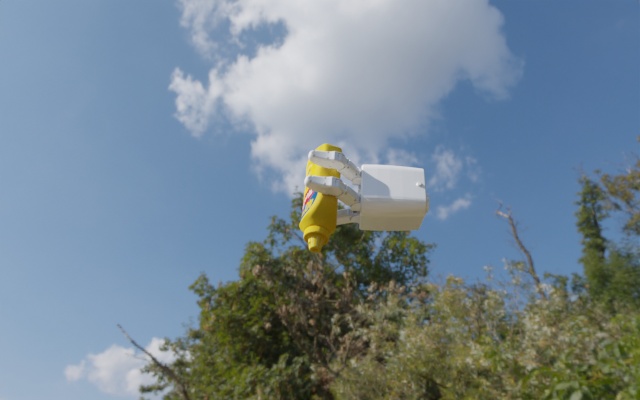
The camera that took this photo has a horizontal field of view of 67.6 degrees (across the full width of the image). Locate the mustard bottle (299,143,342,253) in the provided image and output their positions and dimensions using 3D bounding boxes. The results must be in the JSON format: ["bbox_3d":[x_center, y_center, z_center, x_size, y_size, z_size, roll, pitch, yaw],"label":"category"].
[{"bbox_3d":[0.000,0.002,0.800,0.058,0.191,0.096,17,-39,-14],"label":"mustard bottle"}]
